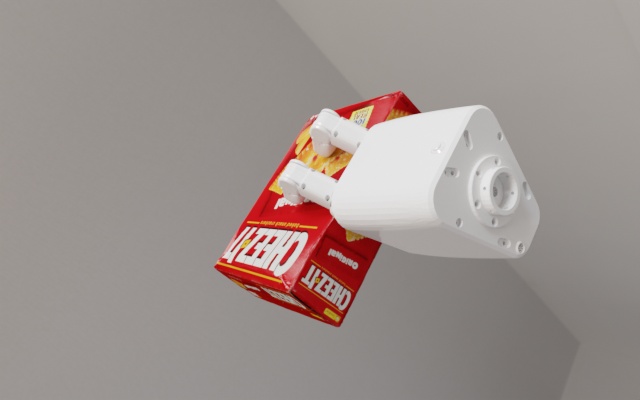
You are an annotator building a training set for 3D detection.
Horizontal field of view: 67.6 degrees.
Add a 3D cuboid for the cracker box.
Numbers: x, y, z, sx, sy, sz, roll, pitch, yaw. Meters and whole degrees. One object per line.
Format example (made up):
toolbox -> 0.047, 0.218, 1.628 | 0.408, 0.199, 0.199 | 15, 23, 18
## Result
cracker box -> 0.000, 0.002, 0.484 | 0.072, 0.213, 0.164 | 41, -21, -27
